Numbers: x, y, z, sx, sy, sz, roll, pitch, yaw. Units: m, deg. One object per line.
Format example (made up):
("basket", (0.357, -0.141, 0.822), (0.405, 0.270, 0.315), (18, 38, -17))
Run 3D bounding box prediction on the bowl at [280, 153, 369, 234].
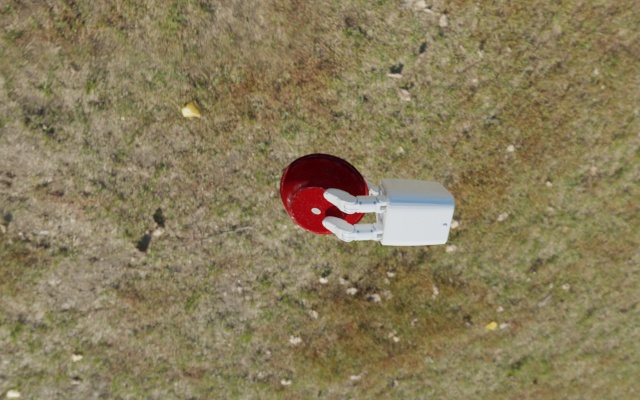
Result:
("bowl", (-0.001, 0.003, 0.817), (0.162, 0.162, 0.055), (0, 32, 15))
